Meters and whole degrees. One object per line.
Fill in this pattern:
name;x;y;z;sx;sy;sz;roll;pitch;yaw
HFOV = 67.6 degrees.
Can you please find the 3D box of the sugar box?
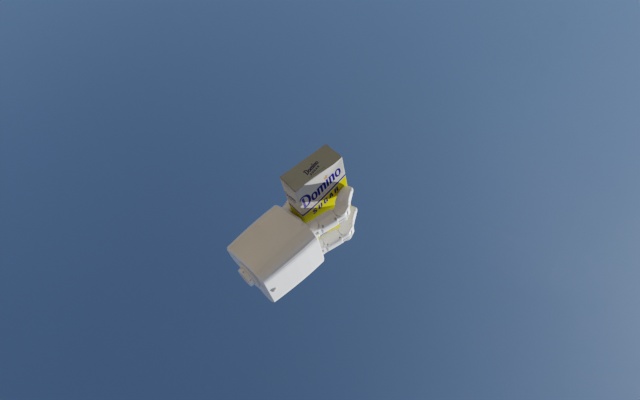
sugar box;0.000;0.003;0.767;0.048;0.093;0.176;43;-19;31
